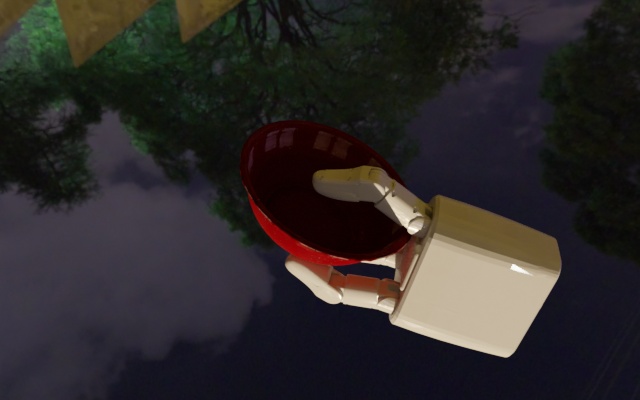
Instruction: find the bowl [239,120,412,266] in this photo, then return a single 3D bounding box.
[{"bbox_3d":[-0.001,0.001,0.423,0.162,0.162,0.055,0,-41,-31],"label":"bowl"}]
